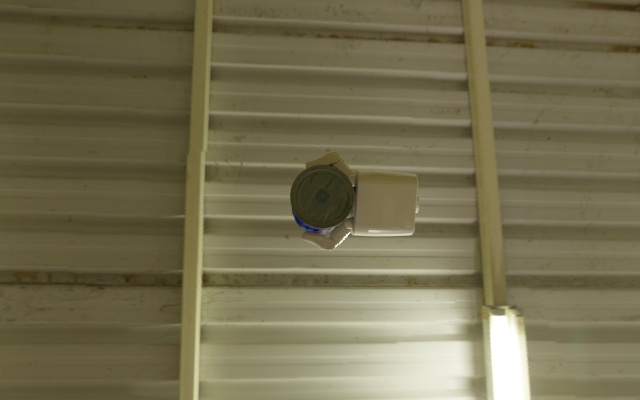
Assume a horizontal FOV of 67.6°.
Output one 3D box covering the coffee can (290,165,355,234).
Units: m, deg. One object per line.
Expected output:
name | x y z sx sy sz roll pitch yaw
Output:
coffee can | 0.000 0.003 0.823 0.103 0.103 0.140 0 -7 -3
